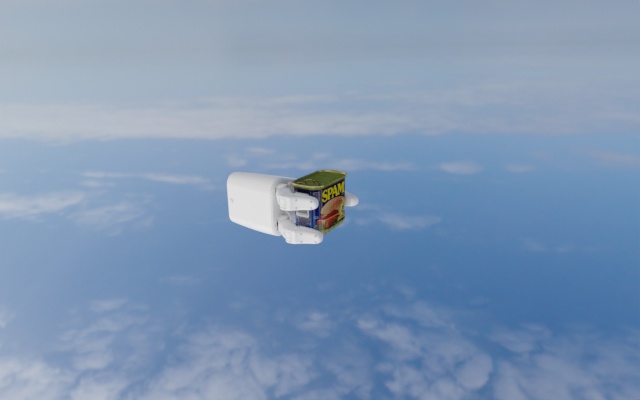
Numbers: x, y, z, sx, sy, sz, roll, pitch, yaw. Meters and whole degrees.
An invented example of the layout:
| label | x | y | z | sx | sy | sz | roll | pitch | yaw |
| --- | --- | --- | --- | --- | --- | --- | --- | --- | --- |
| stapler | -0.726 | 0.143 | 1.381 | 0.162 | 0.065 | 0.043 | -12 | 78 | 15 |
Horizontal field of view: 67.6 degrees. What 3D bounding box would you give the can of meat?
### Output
| label | x | y | z | sx | sy | sz | roll | pitch | yaw |
| --- | --- | --- | --- | --- | --- | --- | --- | --- | --- |
| can of meat | 0.000 | 0.003 | 0.776 | 0.057 | 0.084 | 0.102 | 10 | 21 | 30 |
